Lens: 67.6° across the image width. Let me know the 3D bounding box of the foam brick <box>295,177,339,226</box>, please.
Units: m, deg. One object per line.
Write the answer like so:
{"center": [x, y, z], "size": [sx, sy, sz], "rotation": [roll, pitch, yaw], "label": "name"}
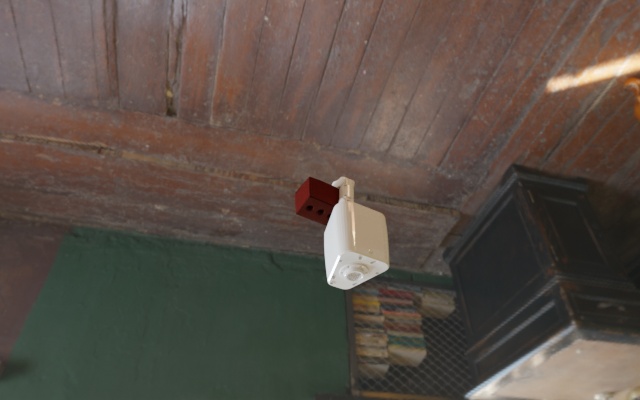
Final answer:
{"center": [0.000, 0.003, 0.852], "size": [0.078, 0.051, 0.053], "rotation": [21, -47, -22], "label": "foam brick"}
